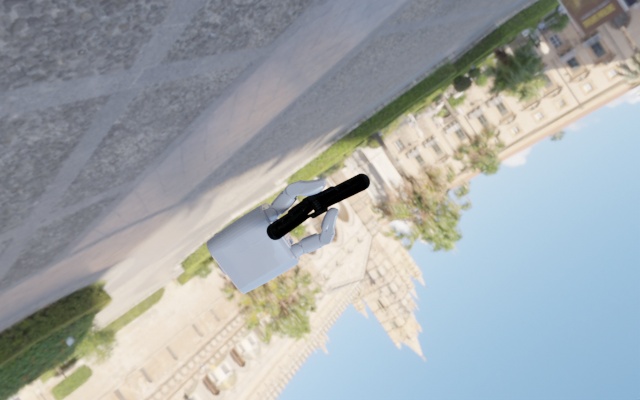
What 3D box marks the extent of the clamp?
[{"bbox_3d":[0.000,0.003,0.761,0.164,0.036,0.210,-28,3,4],"label":"clamp"}]
